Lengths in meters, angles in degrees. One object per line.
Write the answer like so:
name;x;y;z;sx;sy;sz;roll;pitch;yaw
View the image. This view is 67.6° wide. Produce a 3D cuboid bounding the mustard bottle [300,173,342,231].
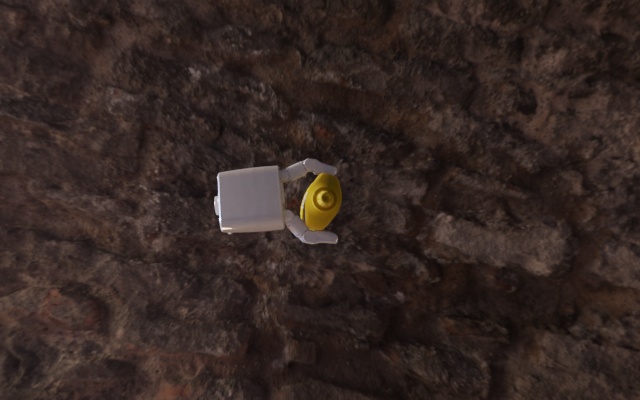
mustard bottle;0.000;0.003;0.817;0.058;0.096;0.191;19;-6;-3
